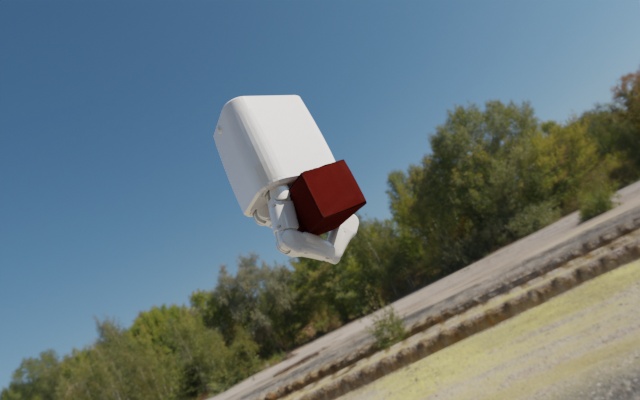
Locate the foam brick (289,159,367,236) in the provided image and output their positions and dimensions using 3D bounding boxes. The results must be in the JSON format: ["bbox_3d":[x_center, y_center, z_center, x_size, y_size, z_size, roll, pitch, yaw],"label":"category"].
[{"bbox_3d":[0.000,0.002,0.487,0.053,0.051,0.078,-19,-14,-28],"label":"foam brick"}]
